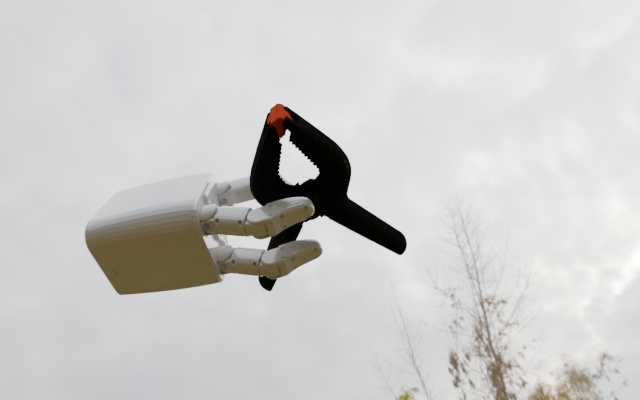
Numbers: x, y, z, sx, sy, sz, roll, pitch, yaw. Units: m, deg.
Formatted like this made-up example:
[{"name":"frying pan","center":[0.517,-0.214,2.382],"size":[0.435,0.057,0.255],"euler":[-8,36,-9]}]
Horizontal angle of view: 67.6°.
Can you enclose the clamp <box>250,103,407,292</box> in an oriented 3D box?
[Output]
[{"name":"clamp","center":[0.000,0.001,0.464],"size":[0.164,0.210,0.036],"euler":[-11,39,-1]}]
